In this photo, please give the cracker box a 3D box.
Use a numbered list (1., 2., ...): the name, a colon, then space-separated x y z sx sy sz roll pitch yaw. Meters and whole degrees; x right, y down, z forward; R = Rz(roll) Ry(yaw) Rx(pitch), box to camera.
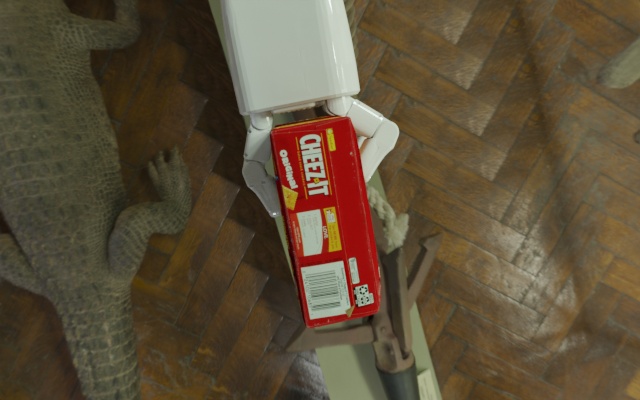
1. cracker box: 0.000 0.002 0.473 0.072 0.164 0.213 -10 10 -1
